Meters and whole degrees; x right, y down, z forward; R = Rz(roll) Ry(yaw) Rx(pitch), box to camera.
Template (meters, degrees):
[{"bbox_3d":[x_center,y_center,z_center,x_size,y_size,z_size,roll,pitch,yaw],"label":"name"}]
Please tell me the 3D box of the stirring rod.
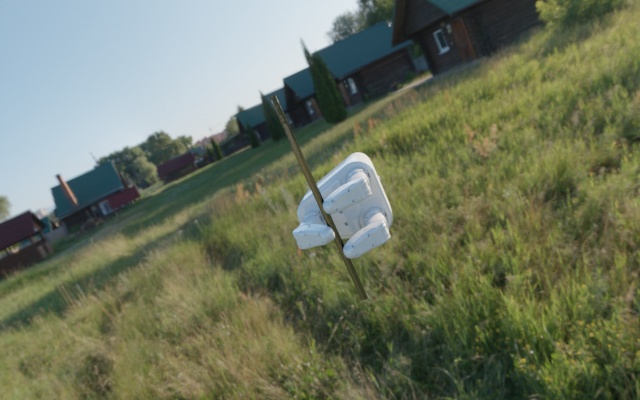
[{"bbox_3d":[0.000,0.002,0.508,0.011,0.239,0.011,-24,11,5],"label":"stirring rod"}]
